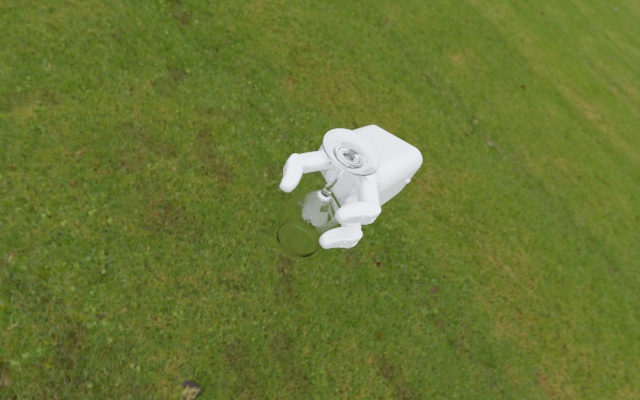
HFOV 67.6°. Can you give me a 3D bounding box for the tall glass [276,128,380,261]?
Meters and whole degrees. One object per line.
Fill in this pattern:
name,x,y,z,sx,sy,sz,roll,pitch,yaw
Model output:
tall glass,0.000,0.002,0.629,0.079,0.079,0.201,0,-37,-28
